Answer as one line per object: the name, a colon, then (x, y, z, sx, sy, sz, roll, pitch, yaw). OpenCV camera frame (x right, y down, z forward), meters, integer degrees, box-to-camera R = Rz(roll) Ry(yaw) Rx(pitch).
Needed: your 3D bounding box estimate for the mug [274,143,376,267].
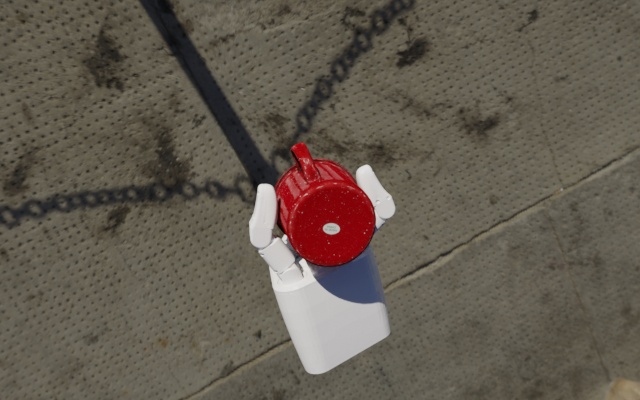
mug: (0.000, 0.000, 0.450, 0.093, 0.117, 0.081, -20, 17, -6)
